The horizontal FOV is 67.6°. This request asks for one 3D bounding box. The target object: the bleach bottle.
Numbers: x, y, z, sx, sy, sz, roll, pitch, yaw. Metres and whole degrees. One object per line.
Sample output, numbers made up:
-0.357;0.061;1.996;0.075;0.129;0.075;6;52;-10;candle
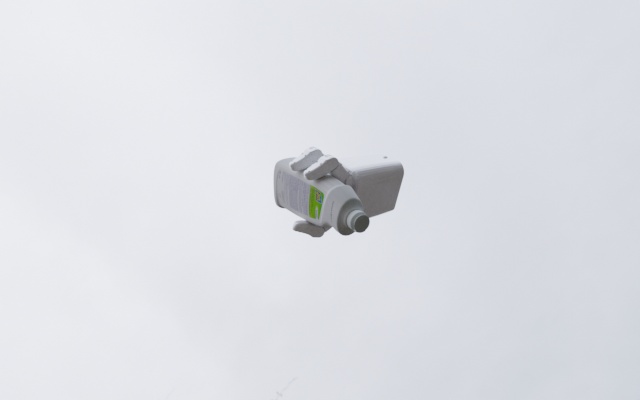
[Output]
0.000;0.003;0.807;0.068;0.103;0.250;-13;25;-27;bleach bottle
